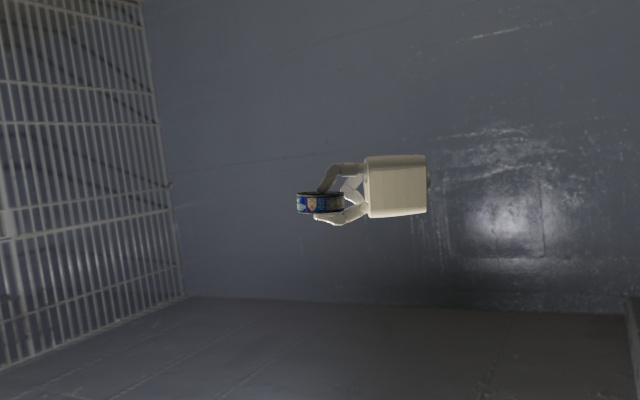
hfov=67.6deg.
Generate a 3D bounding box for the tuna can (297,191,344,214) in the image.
[{"bbox_3d":[0.000,0.003,0.855,0.086,0.034,0.086,-1,5,0],"label":"tuna can"}]
